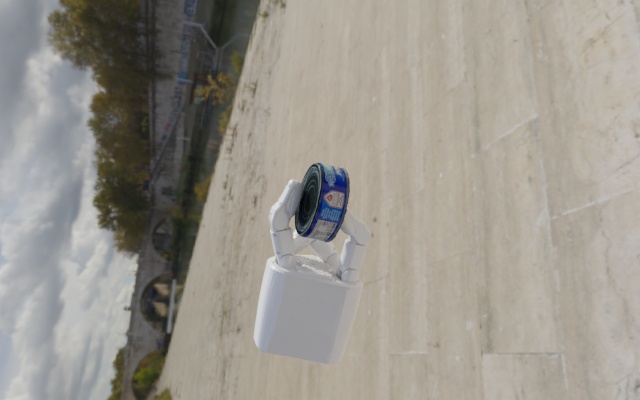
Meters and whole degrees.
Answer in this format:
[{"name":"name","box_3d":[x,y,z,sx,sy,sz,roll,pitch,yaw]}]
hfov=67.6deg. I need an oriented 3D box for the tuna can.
[{"name":"tuna can","box_3d":[0.000,0.002,0.533,0.034,0.086,0.086,13,-4,-18]}]
